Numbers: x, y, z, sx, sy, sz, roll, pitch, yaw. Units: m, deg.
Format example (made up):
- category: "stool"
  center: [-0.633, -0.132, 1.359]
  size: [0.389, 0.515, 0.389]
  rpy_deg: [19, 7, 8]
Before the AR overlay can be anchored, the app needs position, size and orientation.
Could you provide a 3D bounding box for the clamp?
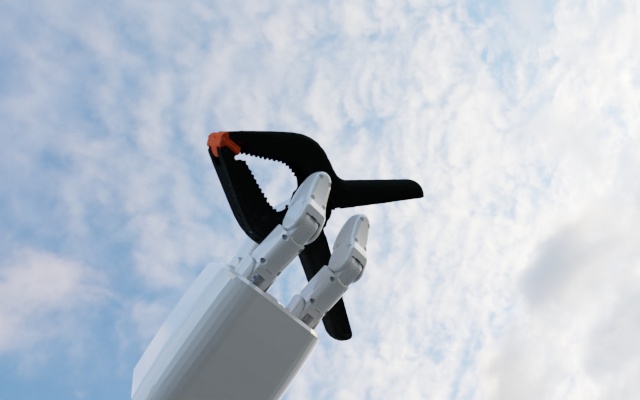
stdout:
- category: "clamp"
  center: [-0.001, 0.001, 0.402]
  size: [0.210, 0.164, 0.036]
  rpy_deg: [45, -20, -29]
